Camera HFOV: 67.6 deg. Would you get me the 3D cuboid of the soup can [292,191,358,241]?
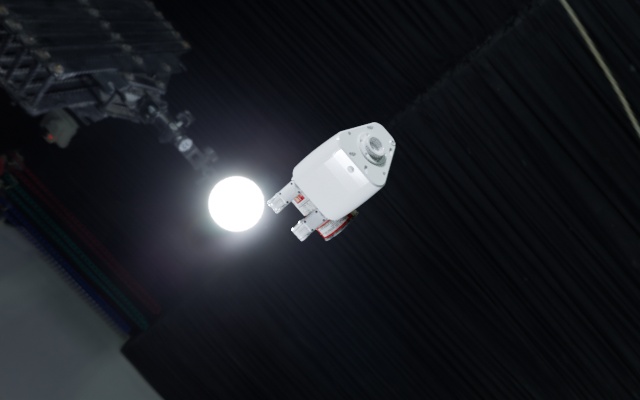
[{"bbox_3d":[0.000,0.002,0.742,0.068,0.102,0.068,-41,5,4],"label":"soup can"}]
